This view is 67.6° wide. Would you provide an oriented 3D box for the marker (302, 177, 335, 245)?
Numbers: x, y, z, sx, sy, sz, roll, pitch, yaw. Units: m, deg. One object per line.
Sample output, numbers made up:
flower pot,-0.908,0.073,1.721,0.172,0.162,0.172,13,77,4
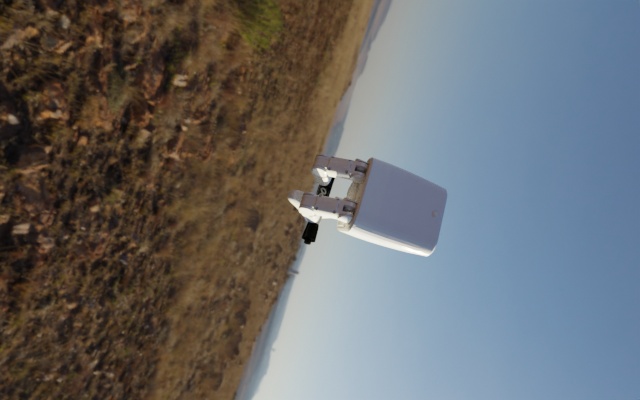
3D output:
marker,0.000,0.002,0.639,0.020,0.121,0.020,16,-21,6
